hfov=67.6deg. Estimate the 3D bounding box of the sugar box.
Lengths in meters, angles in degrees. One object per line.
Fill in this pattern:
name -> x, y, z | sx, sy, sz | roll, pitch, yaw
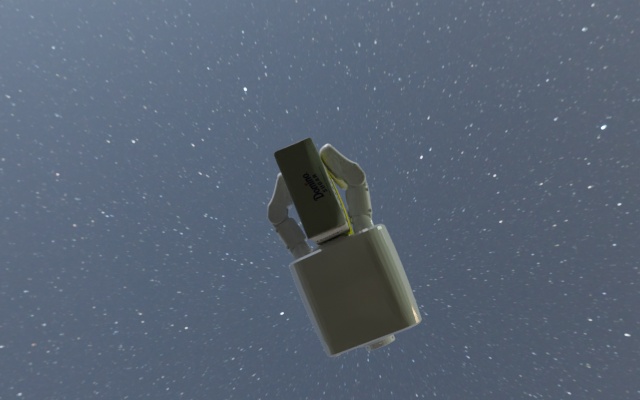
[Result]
sugar box -> 0.001, 0.002, 0.527 | 0.048, 0.093, 0.176 | -23, -11, 0
